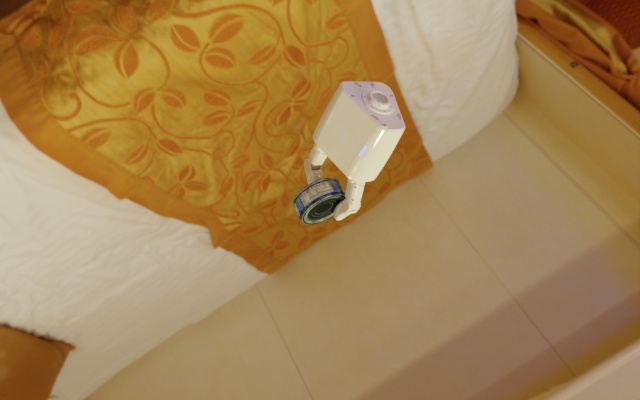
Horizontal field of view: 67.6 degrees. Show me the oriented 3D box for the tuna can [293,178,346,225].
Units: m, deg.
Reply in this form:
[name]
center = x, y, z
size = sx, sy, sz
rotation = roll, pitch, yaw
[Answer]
[tuna can]
center = 0.000, 0.003, 0.775
size = 0.086, 0.033, 0.086
rotation = -23, -26, -12
